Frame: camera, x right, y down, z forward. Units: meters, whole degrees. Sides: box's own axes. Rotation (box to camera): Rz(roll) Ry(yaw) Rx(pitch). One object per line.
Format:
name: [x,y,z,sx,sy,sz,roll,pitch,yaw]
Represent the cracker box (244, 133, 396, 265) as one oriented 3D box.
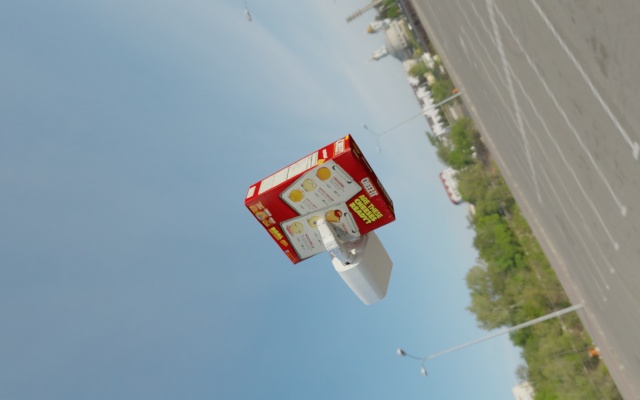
cracker box: [0.000,0.003,0.849,0.214,0.164,0.072,-26,29,18]
